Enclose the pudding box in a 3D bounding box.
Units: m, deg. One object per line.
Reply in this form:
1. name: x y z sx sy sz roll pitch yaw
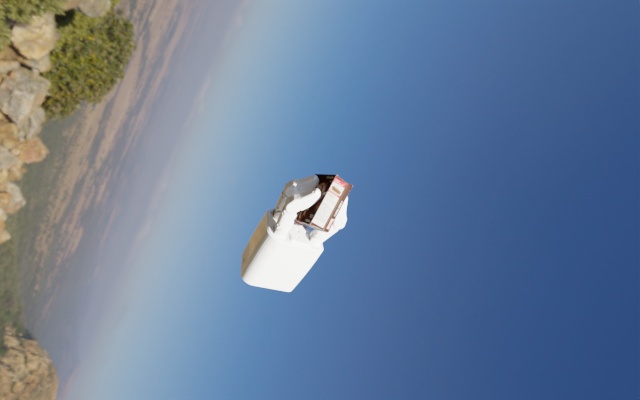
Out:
1. pudding box: 0.000 0.003 0.793 0.039 0.090 0.113 29 -6 -20
